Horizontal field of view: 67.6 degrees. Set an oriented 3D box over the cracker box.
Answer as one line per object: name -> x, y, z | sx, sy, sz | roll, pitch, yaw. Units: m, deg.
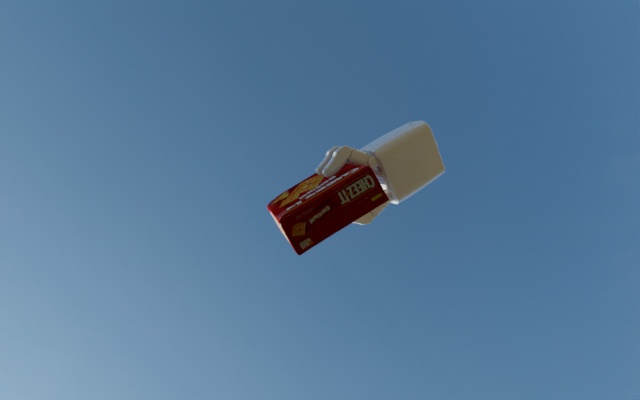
cracker box -> 0.000, 0.003, 0.810 | 0.164, 0.072, 0.213 | -32, 10, -7
